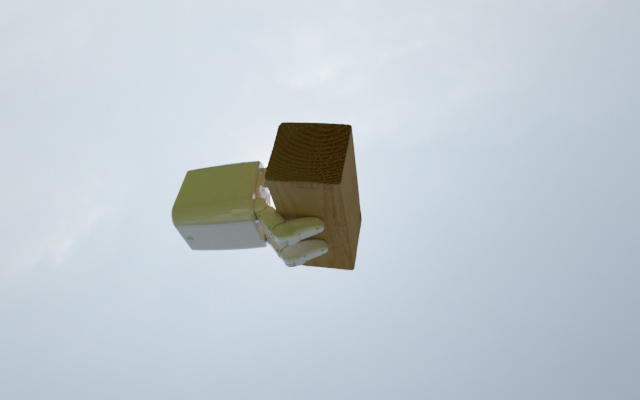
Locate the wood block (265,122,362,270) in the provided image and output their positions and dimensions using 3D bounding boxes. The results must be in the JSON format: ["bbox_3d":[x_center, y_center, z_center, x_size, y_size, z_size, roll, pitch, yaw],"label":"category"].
[{"bbox_3d":[0.000,0.002,0.625,0.090,0.090,0.206,4,-33,11],"label":"wood block"}]
